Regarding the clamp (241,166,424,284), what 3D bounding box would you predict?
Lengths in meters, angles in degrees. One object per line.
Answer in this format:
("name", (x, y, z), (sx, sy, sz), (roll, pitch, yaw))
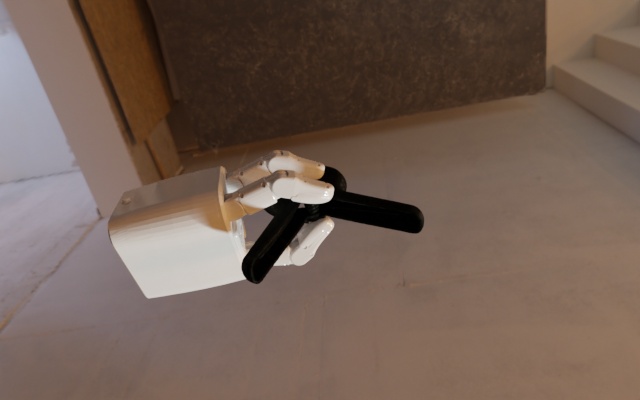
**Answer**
("clamp", (0.000, 0.002, 0.488), (0.164, 0.036, 0.210), (-12, 27, -4))
